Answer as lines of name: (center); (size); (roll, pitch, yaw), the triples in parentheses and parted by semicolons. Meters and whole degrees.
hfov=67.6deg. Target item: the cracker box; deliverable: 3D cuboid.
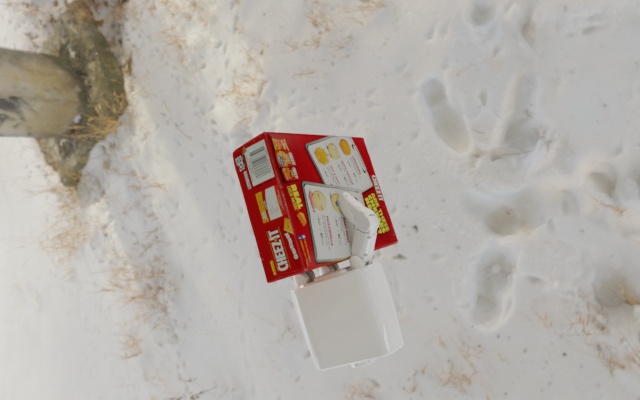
cracker box: (0.000, 0.002, 0.620); (0.072, 0.164, 0.213); (-23, -9, 35)
